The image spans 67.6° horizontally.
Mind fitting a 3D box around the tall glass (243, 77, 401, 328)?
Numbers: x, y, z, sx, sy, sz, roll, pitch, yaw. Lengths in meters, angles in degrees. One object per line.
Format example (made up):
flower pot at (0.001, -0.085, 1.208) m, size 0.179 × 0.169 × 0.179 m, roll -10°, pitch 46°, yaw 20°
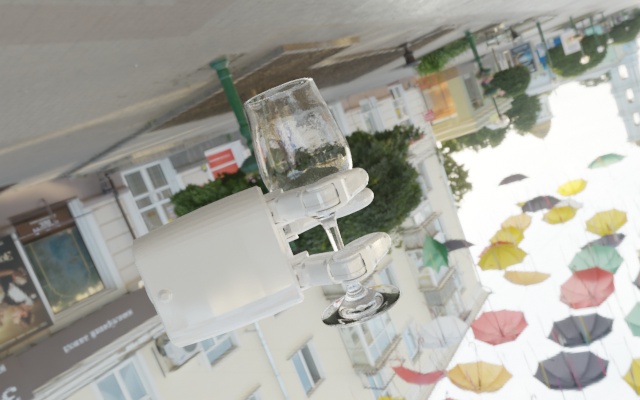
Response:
tall glass at (0.000, 0.002, 0.409) m, size 0.079 × 0.201 × 0.079 m, roll -21°, pitch 8°, yaw 3°
